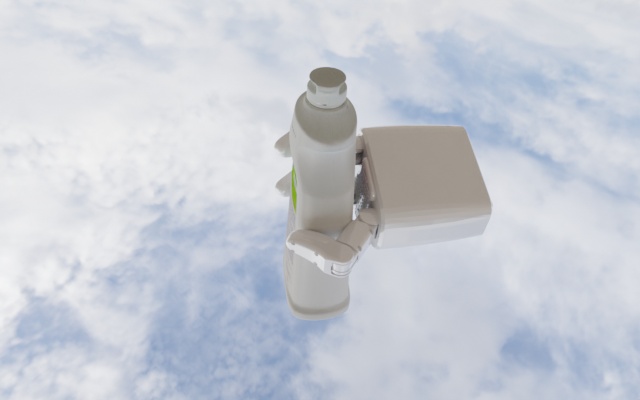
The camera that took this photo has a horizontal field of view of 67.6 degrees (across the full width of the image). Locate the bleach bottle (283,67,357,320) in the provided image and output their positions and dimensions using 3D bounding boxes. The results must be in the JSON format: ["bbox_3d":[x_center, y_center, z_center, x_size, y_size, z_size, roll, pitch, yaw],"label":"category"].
[{"bbox_3d":[0.000,0.001,0.439,0.068,0.102,0.251,-5,-44,-9],"label":"bleach bottle"}]
